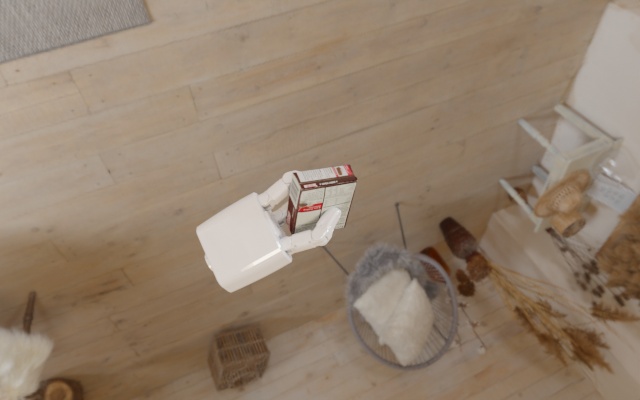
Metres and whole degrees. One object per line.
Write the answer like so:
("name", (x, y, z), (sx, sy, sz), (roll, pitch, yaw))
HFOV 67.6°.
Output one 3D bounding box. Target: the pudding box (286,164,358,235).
("pudding box", (0.000, 0.002, 0.712), (0.090, 0.039, 0.114), (-10, -37, -19))
